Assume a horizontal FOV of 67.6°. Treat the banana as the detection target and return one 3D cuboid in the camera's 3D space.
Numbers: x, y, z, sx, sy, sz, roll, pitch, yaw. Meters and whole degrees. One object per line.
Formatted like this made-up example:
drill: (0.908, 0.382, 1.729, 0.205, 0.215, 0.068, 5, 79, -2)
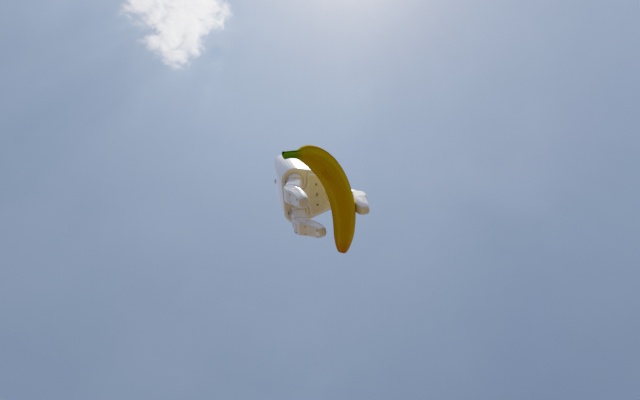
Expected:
banana: (0.014, -0.011, 0.707, 0.069, 0.198, 0.037, -34, 27, -6)
